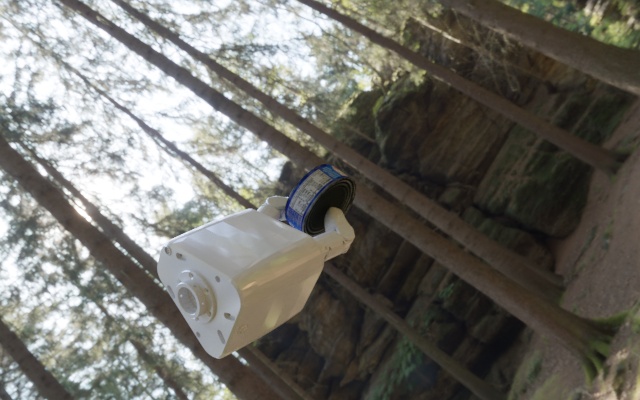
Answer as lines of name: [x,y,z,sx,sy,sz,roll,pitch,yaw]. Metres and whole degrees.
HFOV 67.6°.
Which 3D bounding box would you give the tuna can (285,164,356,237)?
tuna can: [0.000,0.001,0.545,0.033,0.086,0.086,38,19,26]
